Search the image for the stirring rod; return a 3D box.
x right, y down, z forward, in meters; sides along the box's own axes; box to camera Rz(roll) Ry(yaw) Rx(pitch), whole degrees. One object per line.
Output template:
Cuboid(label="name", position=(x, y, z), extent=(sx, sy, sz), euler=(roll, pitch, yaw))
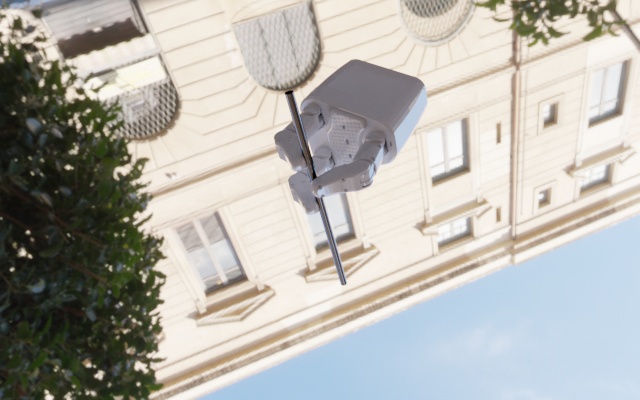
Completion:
Cuboid(label="stirring rod", position=(0.000, 0.001, 0.476), extent=(0.011, 0.240, 0.011), euler=(-10, 37, 8))
